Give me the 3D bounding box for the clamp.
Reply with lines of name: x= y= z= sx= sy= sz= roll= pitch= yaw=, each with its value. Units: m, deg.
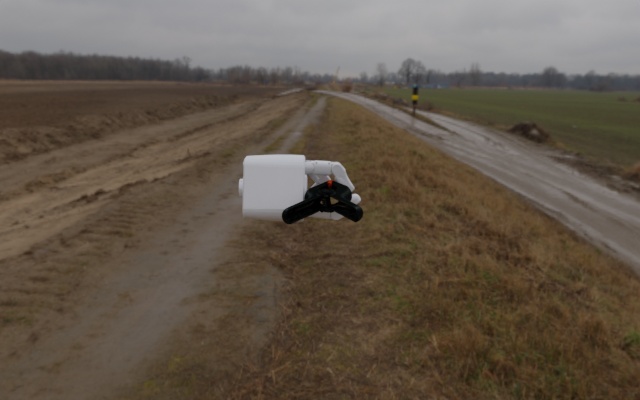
clamp: x=0.000 y=0.002 z=0.771 sx=0.120 sy=0.039 sz=0.171 roll=1 pitch=14 yaw=-2
